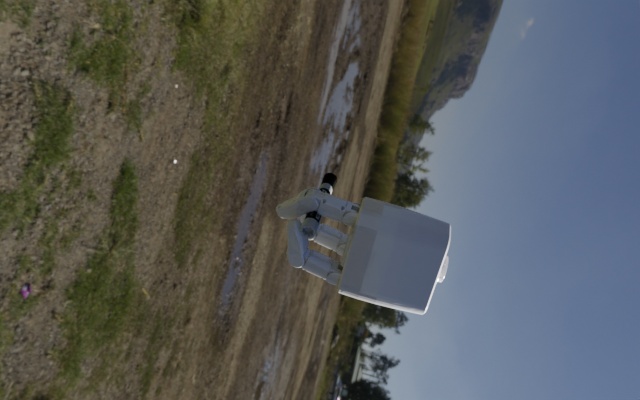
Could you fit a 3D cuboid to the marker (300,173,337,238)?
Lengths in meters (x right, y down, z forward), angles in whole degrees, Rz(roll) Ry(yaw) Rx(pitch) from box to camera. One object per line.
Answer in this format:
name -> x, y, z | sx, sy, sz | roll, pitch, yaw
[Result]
marker -> 0.000, 0.002, 0.581 | 0.020, 0.020, 0.121 | 0, 33, 17
